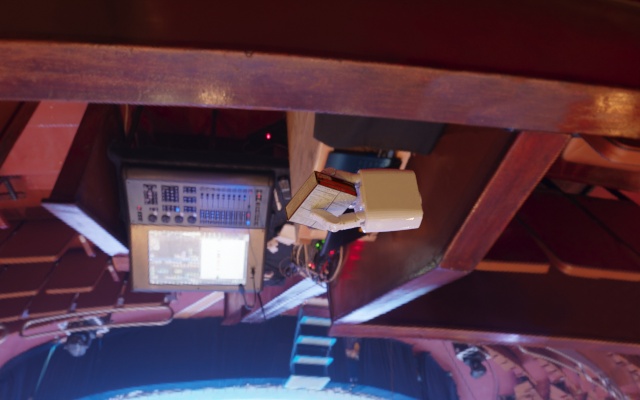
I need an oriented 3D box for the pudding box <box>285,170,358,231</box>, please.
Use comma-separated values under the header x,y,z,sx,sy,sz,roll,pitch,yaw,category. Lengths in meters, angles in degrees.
x,y,z,sx,sy,sz,roll,pitch,yaw,category
0.000,0.003,0.880,0.090,0.039,0.113,18,-50,-29,pudding box
